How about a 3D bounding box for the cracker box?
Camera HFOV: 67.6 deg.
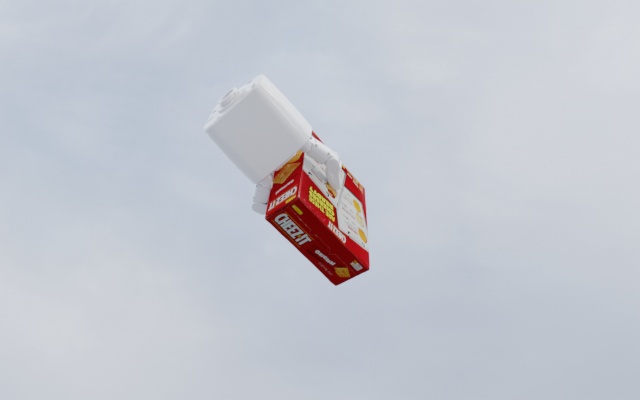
[{"bbox_3d":[0.000,0.002,0.750,0.072,0.164,0.213,-32,28,23],"label":"cracker box"}]
